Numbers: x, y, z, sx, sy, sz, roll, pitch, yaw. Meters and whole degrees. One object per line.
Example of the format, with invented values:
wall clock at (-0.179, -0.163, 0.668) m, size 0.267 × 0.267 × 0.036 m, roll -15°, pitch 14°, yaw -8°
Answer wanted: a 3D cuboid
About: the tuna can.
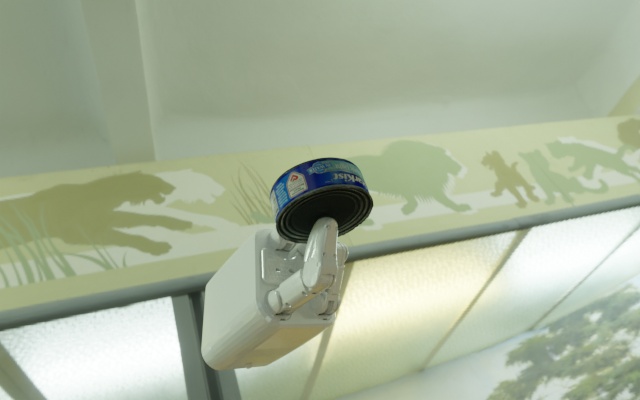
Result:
tuna can at (0.000, 0.001, 0.414) m, size 0.086 × 0.033 × 0.086 m, roll -13°, pitch -32°, yaw -8°
